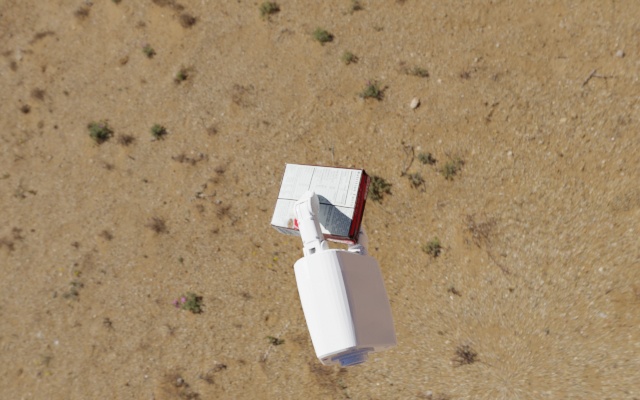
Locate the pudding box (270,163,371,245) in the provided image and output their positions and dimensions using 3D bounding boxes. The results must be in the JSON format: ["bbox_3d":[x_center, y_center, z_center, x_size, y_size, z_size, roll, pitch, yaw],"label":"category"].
[{"bbox_3d":[0.000,0.002,0.604,0.113,0.090,0.039,8,-16,23],"label":"pudding box"}]
